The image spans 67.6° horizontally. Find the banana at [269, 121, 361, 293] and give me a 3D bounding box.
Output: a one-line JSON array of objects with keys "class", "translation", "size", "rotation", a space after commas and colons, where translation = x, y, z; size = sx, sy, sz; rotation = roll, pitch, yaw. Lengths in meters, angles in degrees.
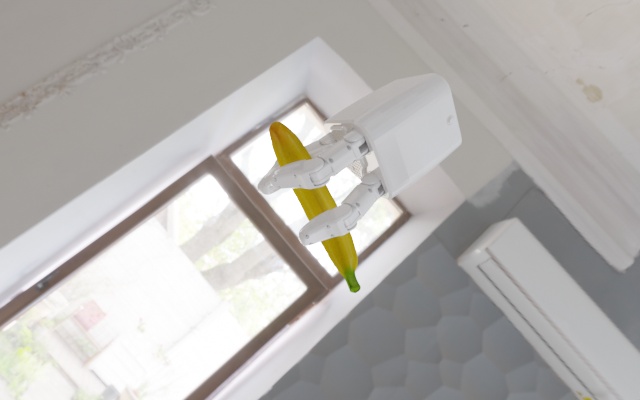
[{"class": "banana", "translation": [-0.002, 0.003, 0.519], "size": [0.037, 0.198, 0.069], "rotation": [-29, 11, -6]}]
